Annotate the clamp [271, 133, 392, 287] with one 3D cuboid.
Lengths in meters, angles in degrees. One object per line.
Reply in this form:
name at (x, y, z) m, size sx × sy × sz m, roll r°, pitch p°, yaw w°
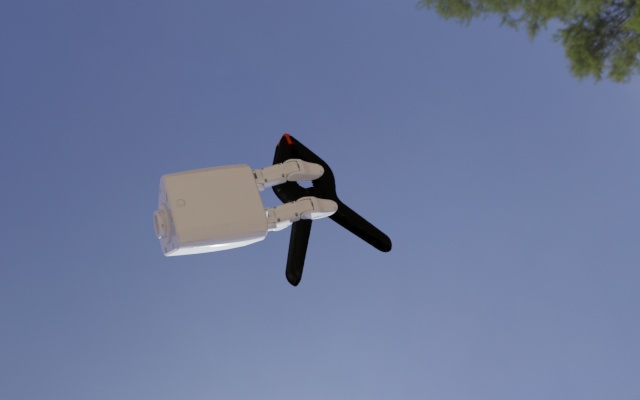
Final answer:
clamp at (-0.001, 0.002, 0.644) m, size 0.164 × 0.210 × 0.036 m, roll -7°, pitch -25°, yaw -32°
